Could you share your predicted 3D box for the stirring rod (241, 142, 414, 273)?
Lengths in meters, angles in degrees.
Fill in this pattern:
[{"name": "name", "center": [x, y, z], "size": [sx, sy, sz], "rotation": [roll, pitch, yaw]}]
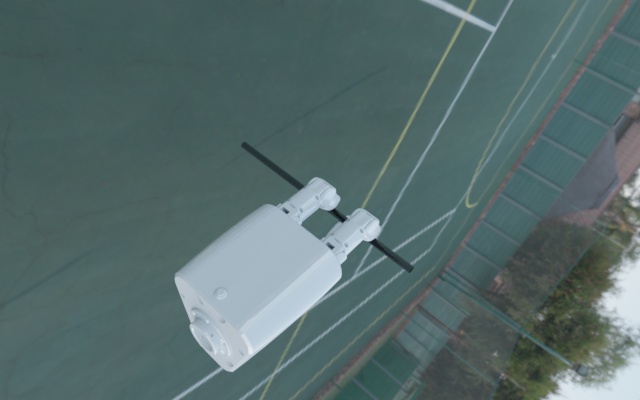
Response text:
[{"name": "stirring rod", "center": [0.000, 0.002, 0.515], "size": [0.239, 0.011, 0.011], "rotation": [37, 15, 21]}]
